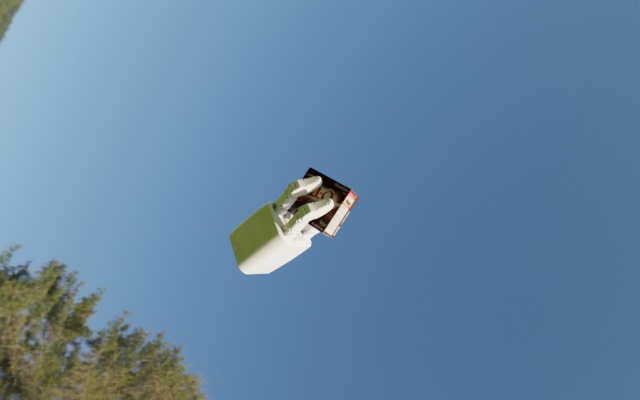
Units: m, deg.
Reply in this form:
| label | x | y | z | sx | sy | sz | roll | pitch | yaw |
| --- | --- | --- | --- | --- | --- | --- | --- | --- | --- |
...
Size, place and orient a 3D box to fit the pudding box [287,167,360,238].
| label | x | y | z | sx | sy | sz | roll | pitch | yaw |
| --- | --- | --- | --- | --- | --- | --- | --- | --- | --- |
| pudding box | 0.000 | 0.003 | 0.842 | 0.113 | 0.090 | 0.039 | 30 | -4 | 38 |
